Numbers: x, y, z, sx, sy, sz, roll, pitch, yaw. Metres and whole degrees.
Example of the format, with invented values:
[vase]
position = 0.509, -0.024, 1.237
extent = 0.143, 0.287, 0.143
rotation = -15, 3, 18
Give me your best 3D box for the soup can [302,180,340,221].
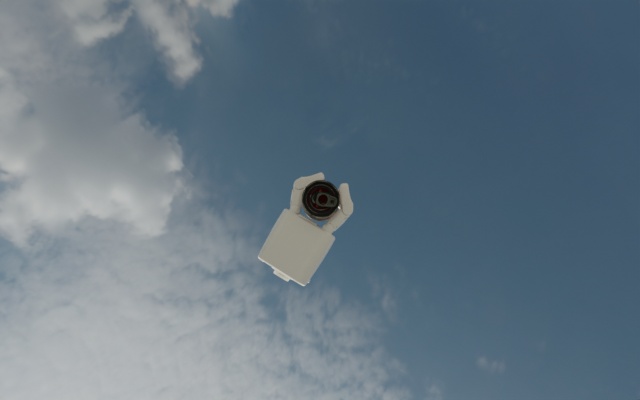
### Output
[soup can]
position = 0.000, 0.002, 0.887
extent = 0.068, 0.068, 0.102
rotation = 0, -6, -1
